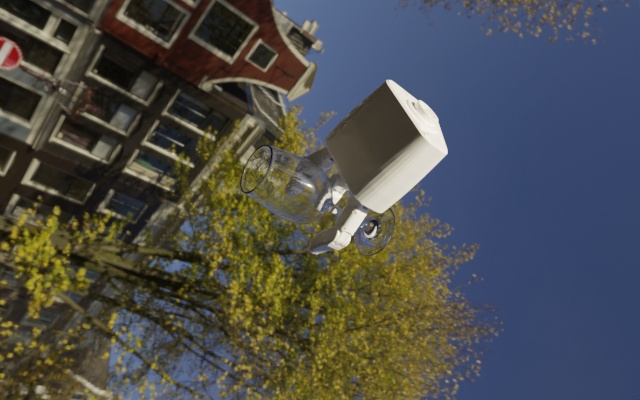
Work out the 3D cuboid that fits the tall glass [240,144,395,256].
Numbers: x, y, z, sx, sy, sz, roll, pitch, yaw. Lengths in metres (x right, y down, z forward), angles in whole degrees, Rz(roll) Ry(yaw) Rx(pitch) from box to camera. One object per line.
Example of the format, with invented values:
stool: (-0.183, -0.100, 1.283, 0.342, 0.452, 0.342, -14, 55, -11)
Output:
tall glass: (0.001, 0.002, 0.596, 0.201, 0.079, 0.079, 27, -16, -33)
